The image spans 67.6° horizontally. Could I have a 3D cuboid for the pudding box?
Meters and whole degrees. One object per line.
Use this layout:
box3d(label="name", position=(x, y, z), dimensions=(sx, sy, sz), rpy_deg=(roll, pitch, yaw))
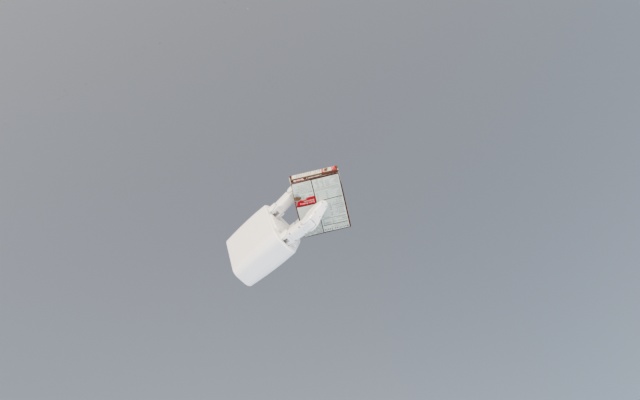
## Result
box3d(label="pudding box", position=(0.000, 0.003, 0.850), dimensions=(0.090, 0.113, 0.039), rpy_deg=(-13, 25, 0))
